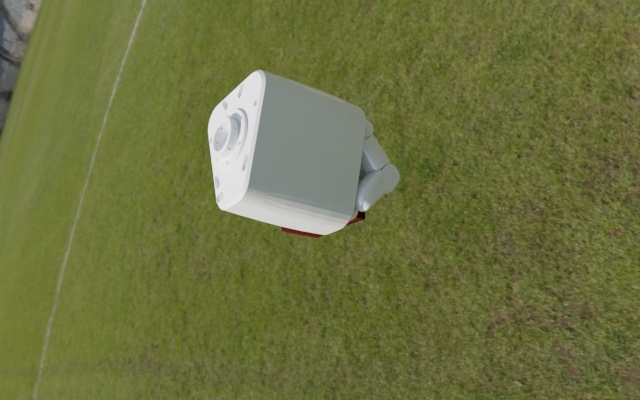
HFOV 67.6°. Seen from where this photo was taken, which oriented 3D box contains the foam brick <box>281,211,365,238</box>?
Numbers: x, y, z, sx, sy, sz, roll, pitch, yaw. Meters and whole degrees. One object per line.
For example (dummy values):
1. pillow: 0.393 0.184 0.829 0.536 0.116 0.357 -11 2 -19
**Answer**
1. foam brick: 0.000 0.002 0.493 0.051 0.053 0.078 12 -26 -38
